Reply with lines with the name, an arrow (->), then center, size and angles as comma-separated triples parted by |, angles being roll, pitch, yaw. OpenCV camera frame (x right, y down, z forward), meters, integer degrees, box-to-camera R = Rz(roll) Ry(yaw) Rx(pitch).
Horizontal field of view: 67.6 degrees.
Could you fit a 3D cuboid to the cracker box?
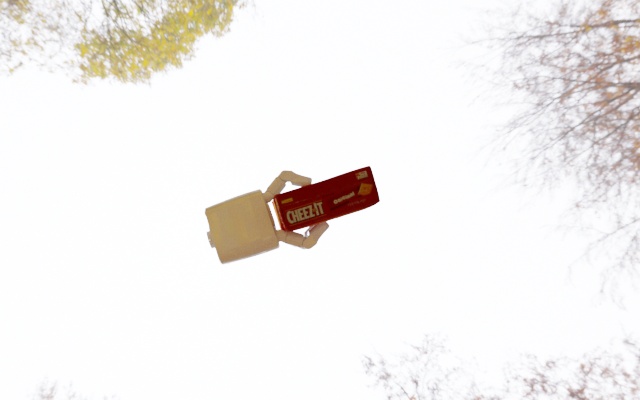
cracker box -> 0.000, 0.003, 0.863 | 0.164, 0.072, 0.214 | -18, 0, -8
